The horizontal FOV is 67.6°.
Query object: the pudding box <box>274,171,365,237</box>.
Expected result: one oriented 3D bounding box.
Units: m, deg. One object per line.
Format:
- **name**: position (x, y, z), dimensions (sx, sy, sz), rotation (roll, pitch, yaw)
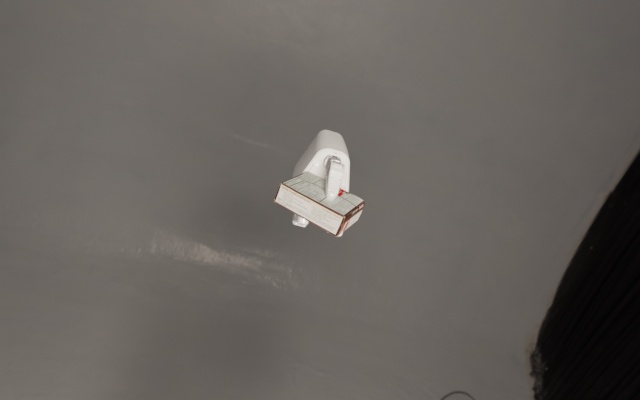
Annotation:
- **pudding box**: position (0.000, 0.002, 0.722), dimensions (0.113, 0.039, 0.090), rotation (27, 25, 17)
